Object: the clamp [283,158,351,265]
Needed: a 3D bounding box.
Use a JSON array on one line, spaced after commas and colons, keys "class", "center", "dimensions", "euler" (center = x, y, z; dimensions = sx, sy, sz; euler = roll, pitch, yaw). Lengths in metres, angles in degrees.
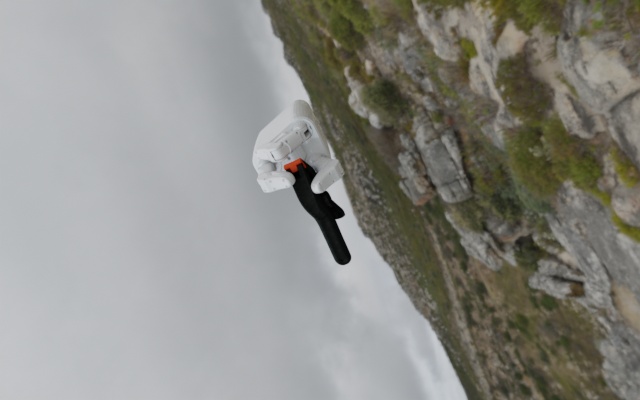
[{"class": "clamp", "center": [-0.001, 0.003, 0.710], "dimensions": [0.039, 0.171, 0.120], "euler": [-24, 27, 8]}]
